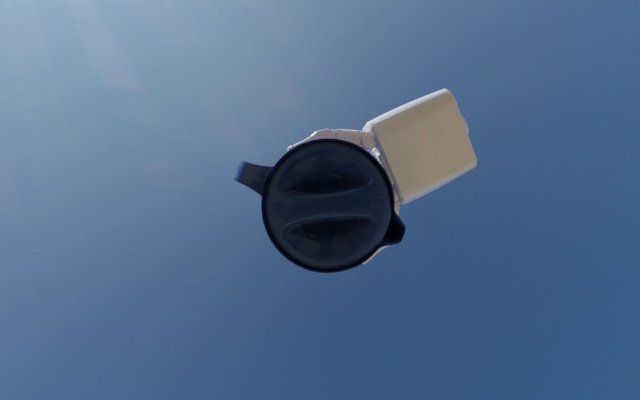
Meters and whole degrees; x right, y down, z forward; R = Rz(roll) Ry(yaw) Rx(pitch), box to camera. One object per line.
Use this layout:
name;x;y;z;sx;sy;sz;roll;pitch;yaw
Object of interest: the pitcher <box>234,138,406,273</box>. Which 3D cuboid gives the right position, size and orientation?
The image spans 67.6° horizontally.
pitcher;0.000;0.002;0.584;0.145;0.149;0.243;-25;-1;1
